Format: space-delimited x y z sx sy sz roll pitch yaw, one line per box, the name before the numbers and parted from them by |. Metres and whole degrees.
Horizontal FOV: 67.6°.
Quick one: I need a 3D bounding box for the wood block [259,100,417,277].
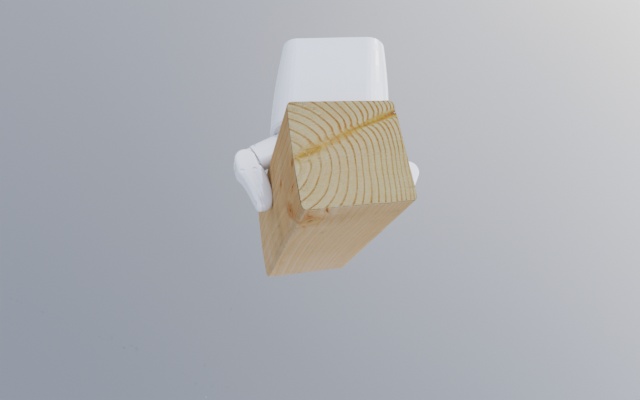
wood block | 0.000 0.001 0.448 0.091 0.090 0.206 -4 -21 -15
